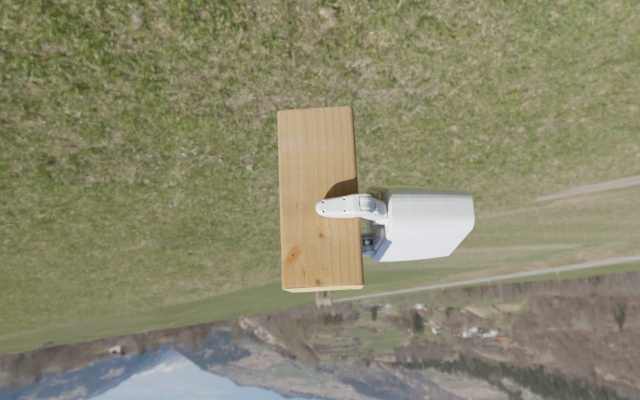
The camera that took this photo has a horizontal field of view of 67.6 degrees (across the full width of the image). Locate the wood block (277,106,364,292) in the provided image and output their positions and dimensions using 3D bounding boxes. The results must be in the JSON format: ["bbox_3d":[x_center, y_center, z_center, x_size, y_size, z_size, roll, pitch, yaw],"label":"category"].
[{"bbox_3d":[0.000,0.002,0.573,0.090,0.206,0.091,-3,-13,2],"label":"wood block"}]
